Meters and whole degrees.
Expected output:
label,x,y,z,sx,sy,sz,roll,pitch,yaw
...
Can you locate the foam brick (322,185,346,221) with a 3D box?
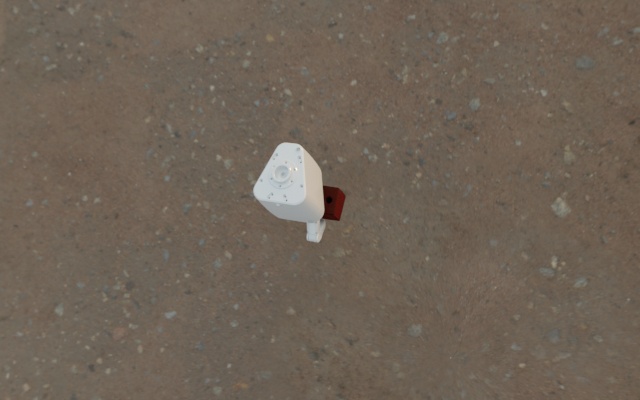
label,x,y,z,sx,sy,sz,roll,pitch,yaw
foam brick,0.000,0.003,0.890,0.078,0.053,0.051,8,-14,17
